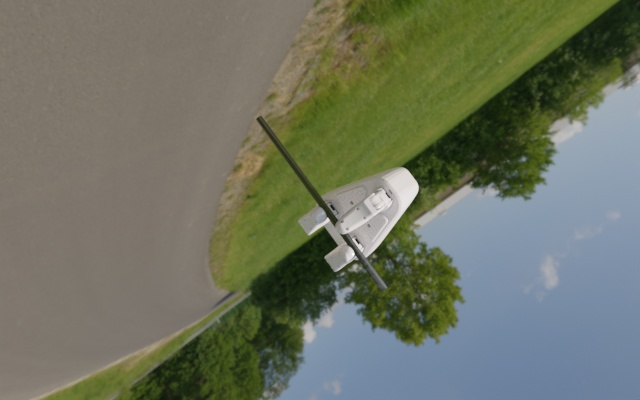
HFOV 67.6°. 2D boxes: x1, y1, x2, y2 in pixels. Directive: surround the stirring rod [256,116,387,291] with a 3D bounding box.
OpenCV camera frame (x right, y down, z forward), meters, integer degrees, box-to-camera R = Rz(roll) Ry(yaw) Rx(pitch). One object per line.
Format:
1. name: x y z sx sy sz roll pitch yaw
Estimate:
1. stirring rod: 0.000 0.002 0.539 0.011 0.239 0.011 -36 -4 -3
